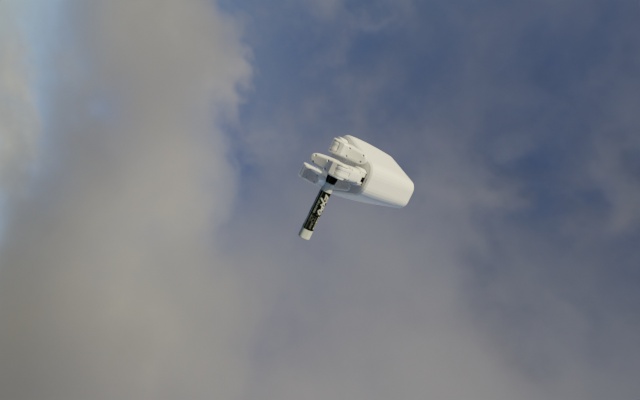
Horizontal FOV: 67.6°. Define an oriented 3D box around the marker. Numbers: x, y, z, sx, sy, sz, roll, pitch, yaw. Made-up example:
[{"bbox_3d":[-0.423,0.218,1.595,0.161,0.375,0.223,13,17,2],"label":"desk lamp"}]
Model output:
[{"bbox_3d":[0.000,0.002,0.715,0.020,0.121,0.020,25,11,-5],"label":"marker"}]
